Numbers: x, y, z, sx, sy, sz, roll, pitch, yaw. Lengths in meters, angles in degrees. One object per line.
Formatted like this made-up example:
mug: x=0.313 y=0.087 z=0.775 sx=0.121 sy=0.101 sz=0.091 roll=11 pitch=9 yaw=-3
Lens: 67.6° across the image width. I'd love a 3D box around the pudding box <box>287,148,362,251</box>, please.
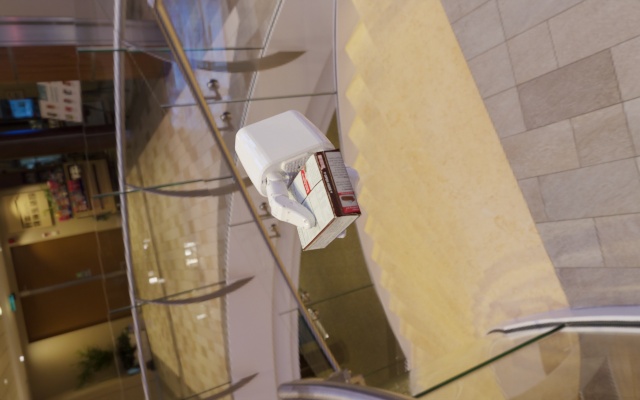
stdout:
pudding box: x=0.000 y=0.002 z=0.596 sx=0.039 sy=0.090 sz=0.113 roll=-9 pitch=-21 yaw=-26
